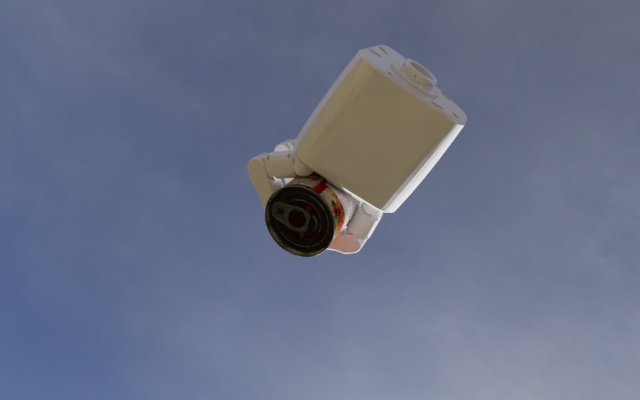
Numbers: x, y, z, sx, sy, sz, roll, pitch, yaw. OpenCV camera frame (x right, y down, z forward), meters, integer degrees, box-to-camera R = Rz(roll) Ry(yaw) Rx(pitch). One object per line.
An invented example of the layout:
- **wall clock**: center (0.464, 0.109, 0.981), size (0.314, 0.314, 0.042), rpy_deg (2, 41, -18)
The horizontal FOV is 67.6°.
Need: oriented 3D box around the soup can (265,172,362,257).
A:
- **soup can**: center (0.000, 0.002, 0.461), size (0.068, 0.068, 0.102), rpy_deg (0, 20, 24)
